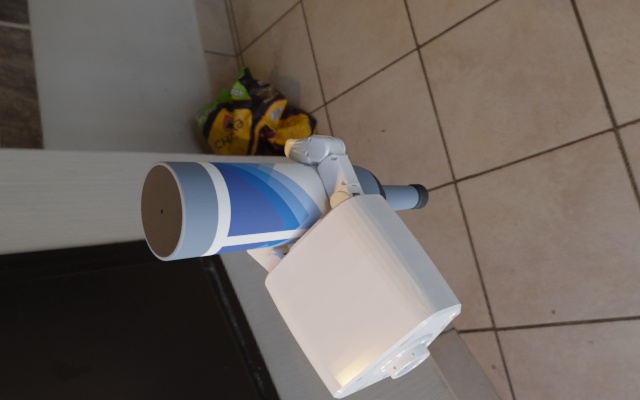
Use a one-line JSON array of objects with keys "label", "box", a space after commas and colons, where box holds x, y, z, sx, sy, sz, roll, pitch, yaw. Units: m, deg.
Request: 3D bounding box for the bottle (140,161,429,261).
[{"label": "bottle", "box": [0.000, 0.001, 0.419, 0.296, 0.069, 0.069, -3, 2, -43]}]
